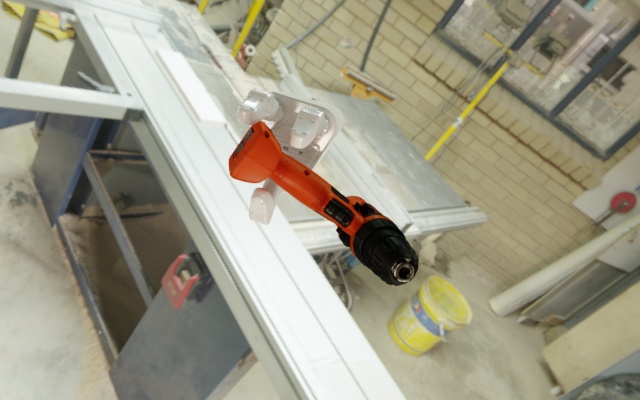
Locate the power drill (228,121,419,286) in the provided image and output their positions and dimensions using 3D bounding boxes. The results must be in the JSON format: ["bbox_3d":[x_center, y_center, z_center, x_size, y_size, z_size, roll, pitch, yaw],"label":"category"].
[{"bbox_3d":[0.000,0.001,0.471,0.188,0.057,0.184,36,3,-18],"label":"power drill"}]
